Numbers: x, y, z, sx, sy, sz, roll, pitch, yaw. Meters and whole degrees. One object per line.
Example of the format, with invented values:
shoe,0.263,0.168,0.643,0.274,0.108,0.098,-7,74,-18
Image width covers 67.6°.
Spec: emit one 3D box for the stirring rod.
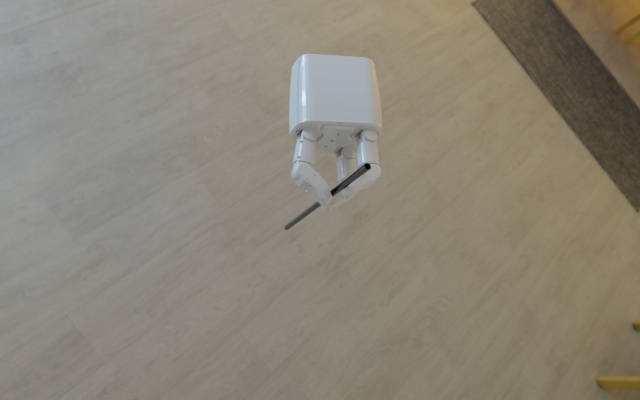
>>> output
stirring rod,0.000,0.002,0.614,0.011,0.011,0.239,0,-19,-26
